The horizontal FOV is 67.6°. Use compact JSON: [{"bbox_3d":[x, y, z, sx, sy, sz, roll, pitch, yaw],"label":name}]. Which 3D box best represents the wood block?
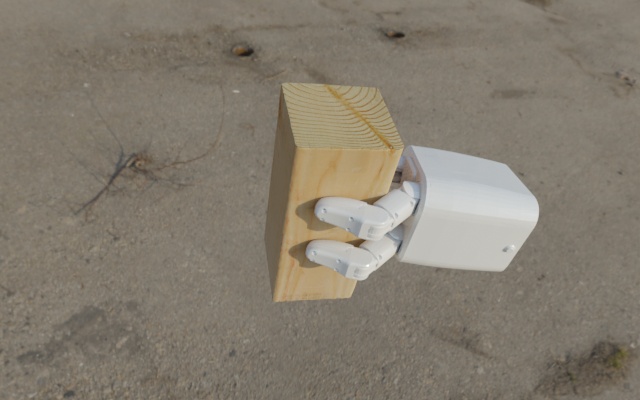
[{"bbox_3d":[0.000,0.001,0.462,0.090,0.090,0.206,0,-45,-13],"label":"wood block"}]
